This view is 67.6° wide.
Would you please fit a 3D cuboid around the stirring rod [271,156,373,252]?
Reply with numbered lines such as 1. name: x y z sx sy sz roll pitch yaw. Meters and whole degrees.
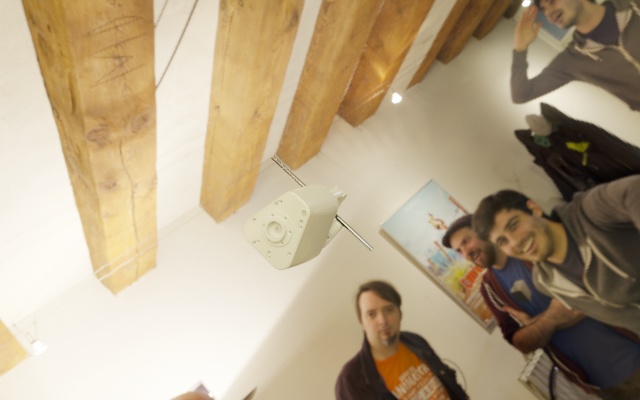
1. stirring rod: 0.000 0.003 0.824 0.239 0.011 0.011 43 12 13
